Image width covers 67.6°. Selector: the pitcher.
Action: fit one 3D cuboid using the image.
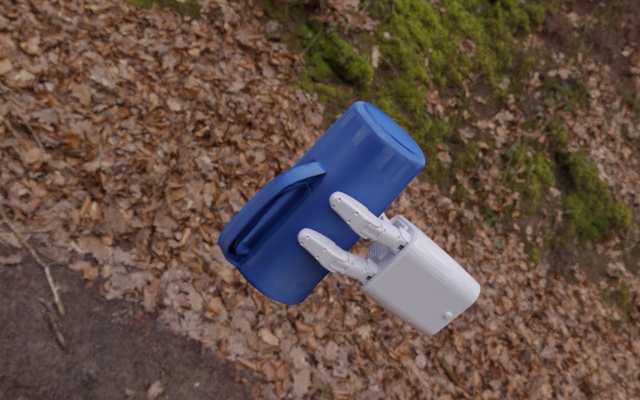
[{"bbox_3d":[0.000,0.002,0.570,0.145,0.243,0.149,38,21,-11],"label":"pitcher"}]
